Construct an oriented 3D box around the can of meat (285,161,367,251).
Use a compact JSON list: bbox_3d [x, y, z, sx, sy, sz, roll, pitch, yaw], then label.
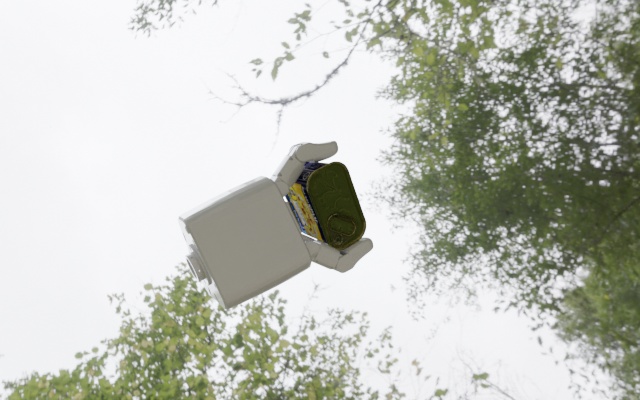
[{"bbox_3d":[0.000,0.002,0.580,0.057,0.102,0.084,-30,21,-23],"label":"can of meat"}]
